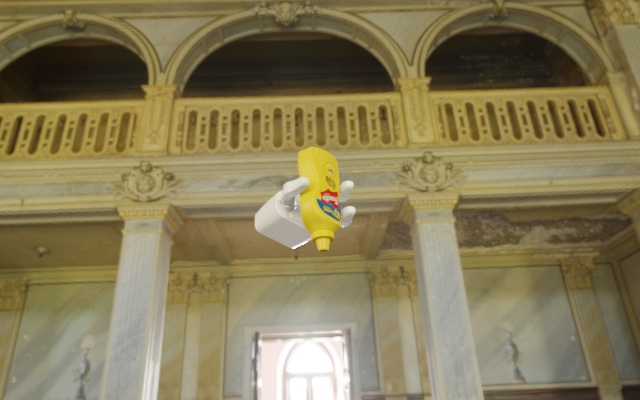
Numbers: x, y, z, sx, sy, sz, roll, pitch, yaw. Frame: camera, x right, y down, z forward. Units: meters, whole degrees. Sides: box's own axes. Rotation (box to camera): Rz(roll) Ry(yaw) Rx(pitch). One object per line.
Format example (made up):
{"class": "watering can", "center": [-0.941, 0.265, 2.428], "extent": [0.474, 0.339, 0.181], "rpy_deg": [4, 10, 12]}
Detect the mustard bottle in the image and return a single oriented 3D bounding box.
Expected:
{"class": "mustard bottle", "center": [0.000, 0.003, 0.881], "extent": [0.058, 0.191, 0.096], "rpy_deg": [-18, -29, 29]}
